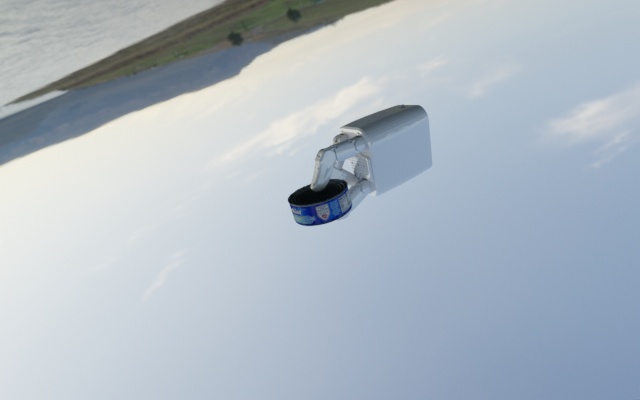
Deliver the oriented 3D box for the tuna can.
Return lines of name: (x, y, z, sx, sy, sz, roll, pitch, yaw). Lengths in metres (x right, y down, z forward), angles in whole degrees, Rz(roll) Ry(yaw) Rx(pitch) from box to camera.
tuna can: (0.000, 0.003, 0.661, 0.086, 0.034, 0.086, -14, 20, 5)
